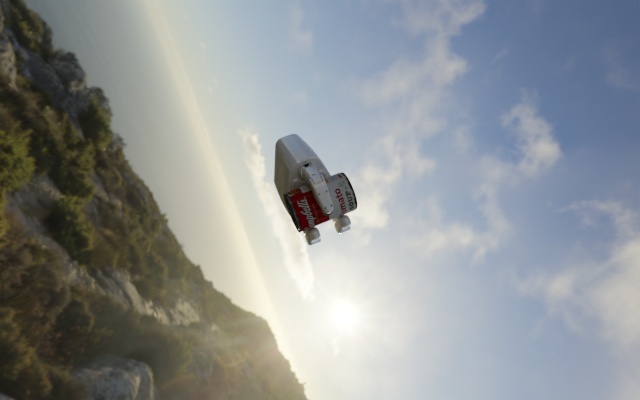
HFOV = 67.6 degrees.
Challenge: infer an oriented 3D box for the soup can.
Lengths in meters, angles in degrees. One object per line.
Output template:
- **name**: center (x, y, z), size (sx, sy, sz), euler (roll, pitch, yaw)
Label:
- **soup can**: center (0.001, 0.003, 0.769), size (0.102, 0.068, 0.068), euler (-21, 4, -10)
